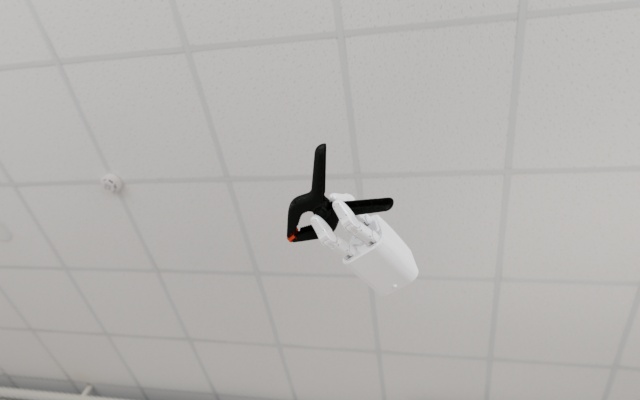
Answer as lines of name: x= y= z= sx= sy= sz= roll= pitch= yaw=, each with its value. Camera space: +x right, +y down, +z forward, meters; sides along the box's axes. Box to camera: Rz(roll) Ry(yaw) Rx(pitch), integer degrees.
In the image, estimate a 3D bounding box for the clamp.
clamp: x=0.000 y=0.003 z=0.846 sx=0.210 sy=0.164 sz=0.036 roll=-35 pitch=19 yaw=32
